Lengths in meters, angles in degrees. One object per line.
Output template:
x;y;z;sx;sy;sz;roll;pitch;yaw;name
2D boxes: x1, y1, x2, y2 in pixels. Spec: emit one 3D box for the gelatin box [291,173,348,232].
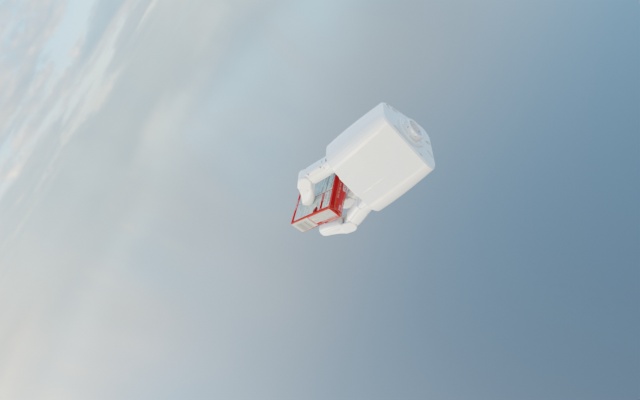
0.000;0.002;0.739;0.089;0.073;0.030;-25;-51;40;gelatin box
